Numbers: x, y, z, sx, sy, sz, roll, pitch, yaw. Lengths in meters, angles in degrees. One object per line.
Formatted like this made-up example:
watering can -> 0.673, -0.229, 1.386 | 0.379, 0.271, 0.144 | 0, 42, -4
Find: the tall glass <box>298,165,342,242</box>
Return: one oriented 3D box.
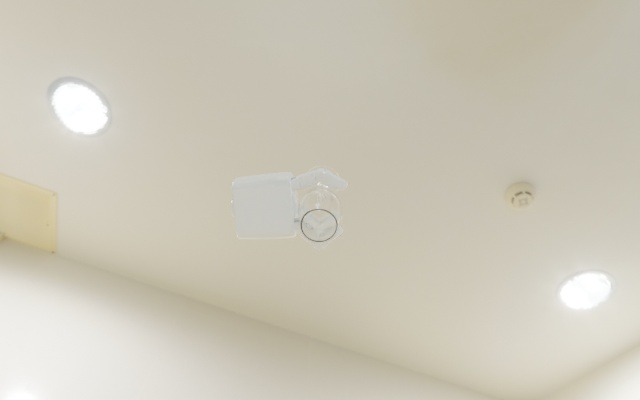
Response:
tall glass -> 0.000, 0.003, 0.880 | 0.079, 0.079, 0.201 | 0, 23, 1
